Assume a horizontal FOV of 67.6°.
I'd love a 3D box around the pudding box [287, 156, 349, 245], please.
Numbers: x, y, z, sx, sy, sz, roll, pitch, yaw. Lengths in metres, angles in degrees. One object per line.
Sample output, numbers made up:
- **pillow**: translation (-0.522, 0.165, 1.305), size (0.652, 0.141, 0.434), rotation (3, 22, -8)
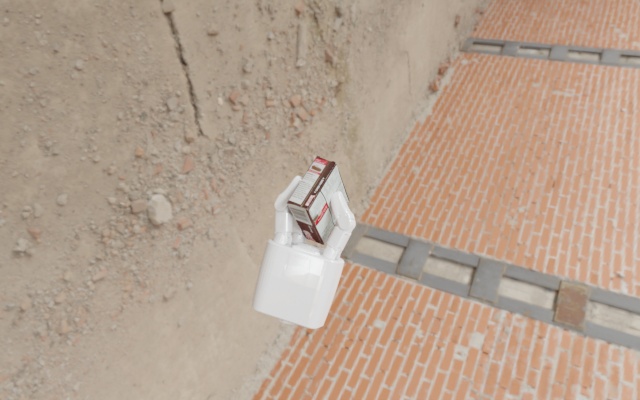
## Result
- **pudding box**: translation (0.000, 0.002, 0.722), size (0.039, 0.090, 0.114), rotation (20, -24, 24)
